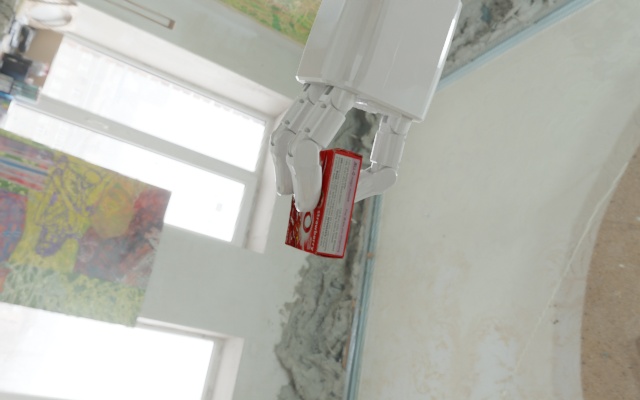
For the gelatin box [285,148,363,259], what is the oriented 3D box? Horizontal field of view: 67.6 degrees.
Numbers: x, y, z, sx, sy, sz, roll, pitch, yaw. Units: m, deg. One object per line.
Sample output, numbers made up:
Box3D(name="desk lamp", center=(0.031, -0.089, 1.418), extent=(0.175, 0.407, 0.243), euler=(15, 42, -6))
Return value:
Box3D(name="gelatin box", center=(0.000, 0.002, 0.416), extent=(0.030, 0.089, 0.073), euler=(11, -2, -24))
